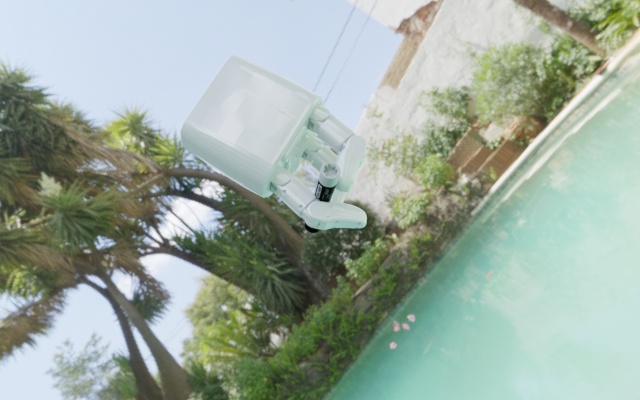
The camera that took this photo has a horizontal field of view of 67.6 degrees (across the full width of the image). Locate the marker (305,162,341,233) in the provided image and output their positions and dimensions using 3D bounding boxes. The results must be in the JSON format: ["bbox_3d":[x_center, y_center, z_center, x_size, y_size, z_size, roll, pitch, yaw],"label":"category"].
[{"bbox_3d":[0.000,0.002,0.484,0.020,0.020,0.121,0,-29,-10],"label":"marker"}]
